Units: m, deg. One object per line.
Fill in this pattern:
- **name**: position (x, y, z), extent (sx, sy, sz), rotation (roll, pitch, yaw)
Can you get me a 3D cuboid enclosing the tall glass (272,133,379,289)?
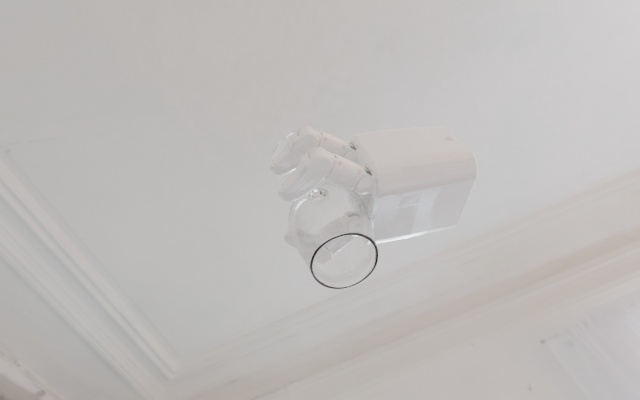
- **tall glass**: position (0.000, 0.001, 0.496), extent (0.079, 0.079, 0.201), rotation (0, 32, -14)
